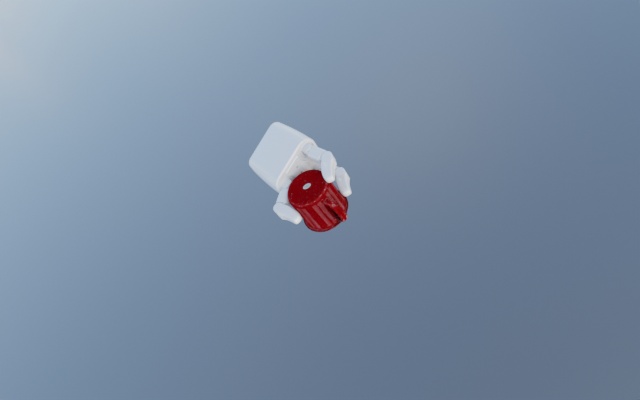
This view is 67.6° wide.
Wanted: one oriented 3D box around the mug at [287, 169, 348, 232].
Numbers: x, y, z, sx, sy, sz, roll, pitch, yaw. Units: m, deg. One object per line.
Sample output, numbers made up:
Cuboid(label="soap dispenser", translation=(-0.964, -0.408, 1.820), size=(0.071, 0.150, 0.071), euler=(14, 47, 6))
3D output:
Cuboid(label="mug", translation=(0.001, 0.003, 0.852), size=(0.117, 0.093, 0.081), euler=(34, -11, 41))
